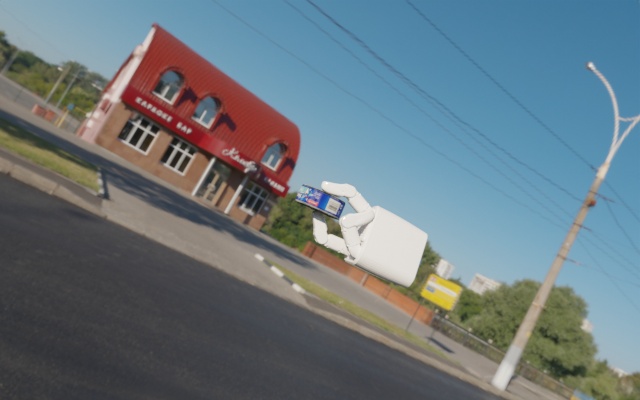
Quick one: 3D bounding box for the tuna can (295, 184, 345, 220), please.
[{"bbox_3d":[0.000,0.002,0.844,0.086,0.034,0.086,24,-4,2],"label":"tuna can"}]
